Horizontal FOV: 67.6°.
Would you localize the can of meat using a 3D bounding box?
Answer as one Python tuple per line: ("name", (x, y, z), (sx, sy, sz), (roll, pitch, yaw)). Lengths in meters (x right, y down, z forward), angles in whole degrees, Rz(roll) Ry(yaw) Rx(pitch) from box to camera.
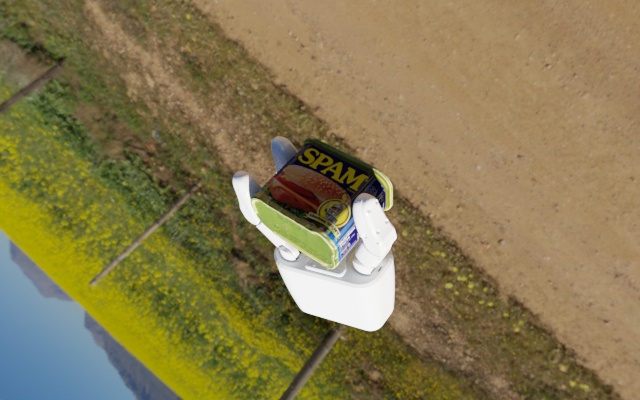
("can of meat", (0.000, 0.002, 0.434), (0.102, 0.084, 0.057), (29, -28, 27))
